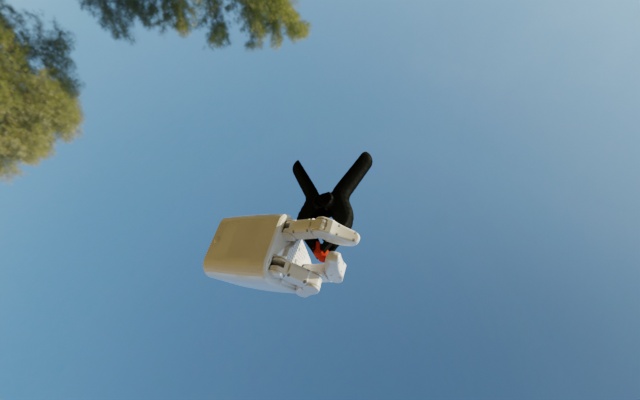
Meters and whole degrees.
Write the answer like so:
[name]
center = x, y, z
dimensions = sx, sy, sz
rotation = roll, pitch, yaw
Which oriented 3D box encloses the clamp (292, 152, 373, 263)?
[clamp]
center = 0.000, 0.003, 0.666
dimensions = 0.120, 0.171, 0.039
rotation = -1, -36, 29
